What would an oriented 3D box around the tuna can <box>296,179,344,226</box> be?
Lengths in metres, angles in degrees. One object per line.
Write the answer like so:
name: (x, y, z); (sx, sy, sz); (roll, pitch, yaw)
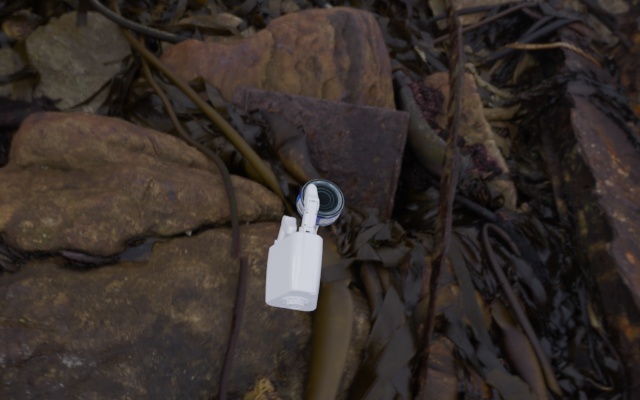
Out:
tuna can: (0.000, 0.003, 0.896); (0.086, 0.086, 0.034); (0, -31, -19)
